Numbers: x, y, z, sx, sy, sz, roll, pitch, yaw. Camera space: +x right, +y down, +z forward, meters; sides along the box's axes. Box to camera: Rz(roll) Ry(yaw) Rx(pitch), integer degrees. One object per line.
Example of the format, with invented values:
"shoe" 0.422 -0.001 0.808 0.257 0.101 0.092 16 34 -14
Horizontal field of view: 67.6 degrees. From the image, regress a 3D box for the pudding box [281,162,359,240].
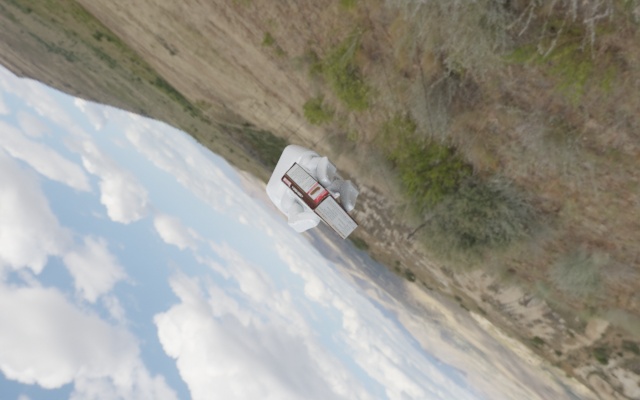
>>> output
"pudding box" 0.000 0.002 0.718 0.090 0.039 0.113 42 0 37
